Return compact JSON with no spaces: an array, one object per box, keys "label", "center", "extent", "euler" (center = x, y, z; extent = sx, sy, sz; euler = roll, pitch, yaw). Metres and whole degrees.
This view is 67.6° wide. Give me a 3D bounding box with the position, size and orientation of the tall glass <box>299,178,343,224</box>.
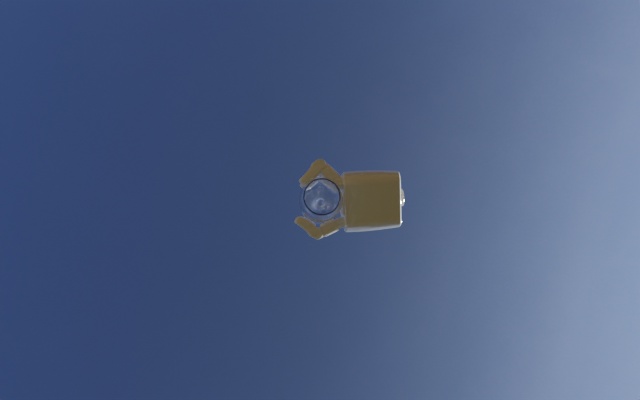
[{"label":"tall glass","center":[0.000,0.003,0.884],"extent":[0.079,0.079,0.201],"euler":[0,-5,-1]}]
